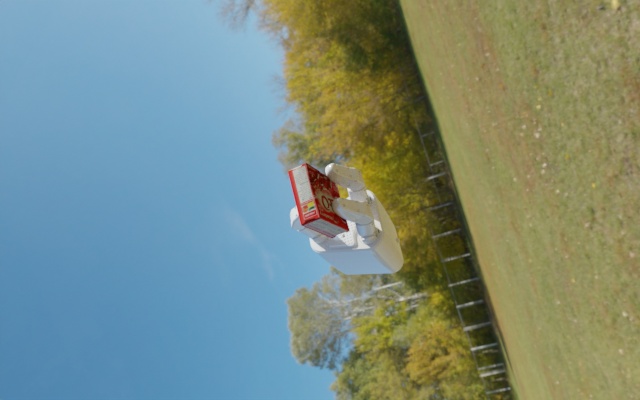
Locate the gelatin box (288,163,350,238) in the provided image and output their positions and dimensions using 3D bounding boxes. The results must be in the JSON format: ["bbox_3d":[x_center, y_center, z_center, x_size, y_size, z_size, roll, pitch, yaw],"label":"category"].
[{"bbox_3d":[0.000,0.002,0.595,0.030,0.073,0.089,-23,-23,21],"label":"gelatin box"}]
